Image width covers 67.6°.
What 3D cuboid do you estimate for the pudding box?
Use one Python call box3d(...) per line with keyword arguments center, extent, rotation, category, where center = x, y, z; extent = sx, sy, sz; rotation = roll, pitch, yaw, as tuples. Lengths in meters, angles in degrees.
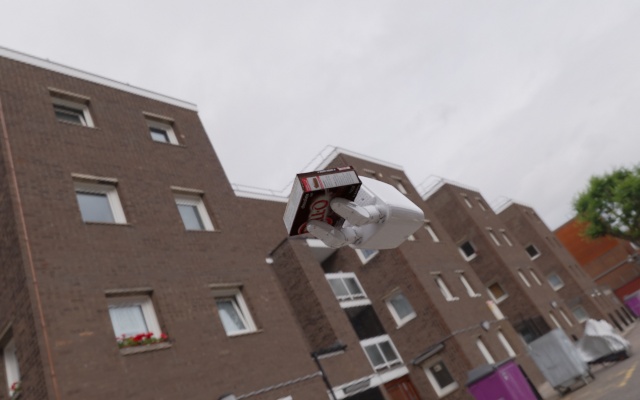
box3d(center=(0.000, 0.002, 0.690), extent=(0.090, 0.039, 0.114), rotation=(-11, -35, -23), category="pudding box")
